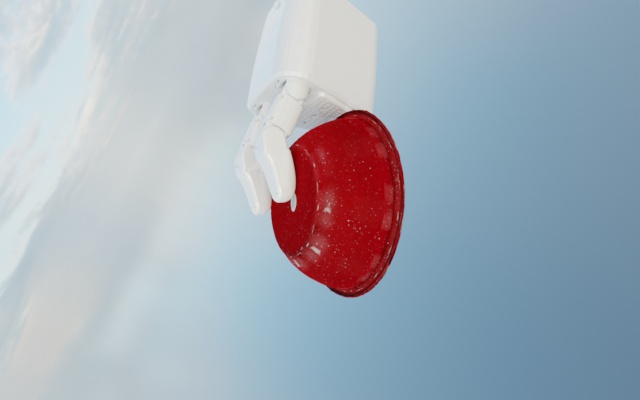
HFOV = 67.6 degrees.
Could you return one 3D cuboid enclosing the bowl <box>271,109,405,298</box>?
[{"bbox_3d":[0.000,0.002,0.401,0.055,0.162,0.162,3,-1,-28],"label":"bowl"}]
